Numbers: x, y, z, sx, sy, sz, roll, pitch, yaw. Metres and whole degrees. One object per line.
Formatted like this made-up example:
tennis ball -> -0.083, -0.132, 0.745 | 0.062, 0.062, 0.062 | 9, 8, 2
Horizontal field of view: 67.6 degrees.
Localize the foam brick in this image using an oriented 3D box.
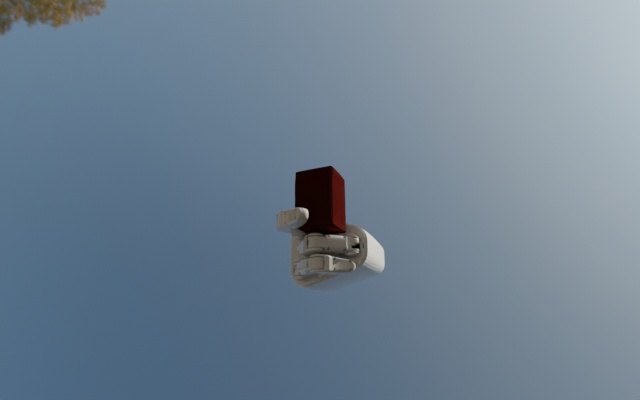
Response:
foam brick -> 0.000, 0.002, 0.626 | 0.053, 0.078, 0.051 | -7, -18, 22
